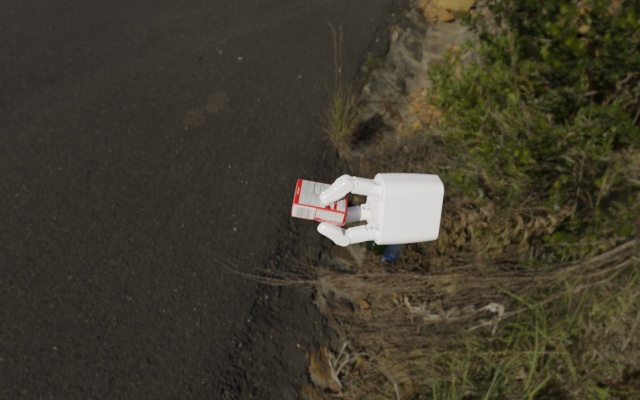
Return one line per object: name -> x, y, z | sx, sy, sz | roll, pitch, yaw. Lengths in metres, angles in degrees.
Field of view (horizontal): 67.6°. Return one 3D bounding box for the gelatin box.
gelatin box -> 0.000, 0.002, 0.794 | 0.089, 0.030, 0.073 | 11, 36, -3
